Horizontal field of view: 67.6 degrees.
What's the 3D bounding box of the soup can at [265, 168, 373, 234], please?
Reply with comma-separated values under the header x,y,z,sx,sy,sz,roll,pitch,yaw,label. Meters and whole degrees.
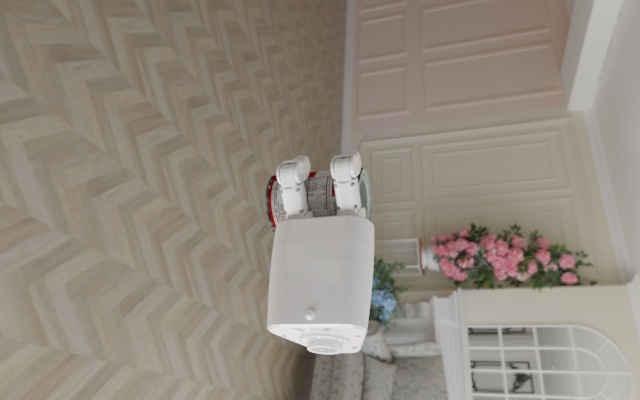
x,y,z,sx,sy,sz,roll,pitch,yaw,label
0.000,0.001,0.515,0.102,0.068,0.068,-5,-1,17,soup can
